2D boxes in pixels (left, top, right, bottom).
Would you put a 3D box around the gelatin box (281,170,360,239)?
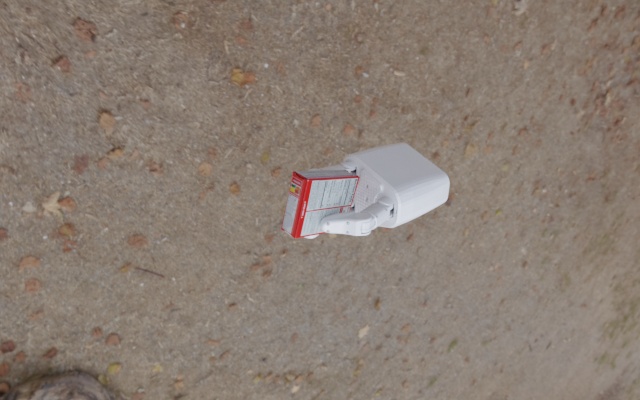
[{"bbox_3d":[0.000,0.002,0.568,0.089,0.073,0.030,-7,28,-44],"label":"gelatin box"}]
